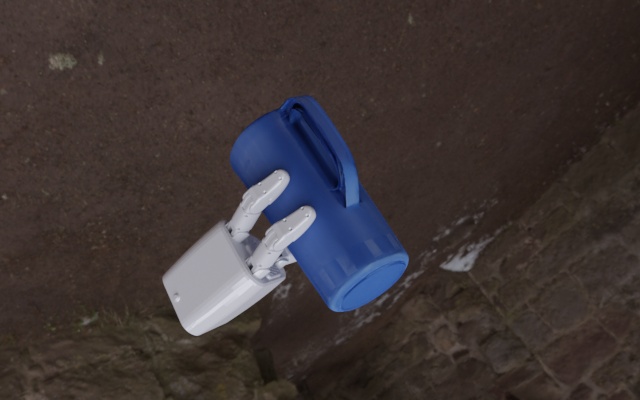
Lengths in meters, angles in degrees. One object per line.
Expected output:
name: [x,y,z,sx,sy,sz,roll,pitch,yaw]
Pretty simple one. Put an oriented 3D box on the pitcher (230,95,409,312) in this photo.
pitcher: [0.000,0.002,0.579,0.145,0.242,0.149,-39,-27,8]
